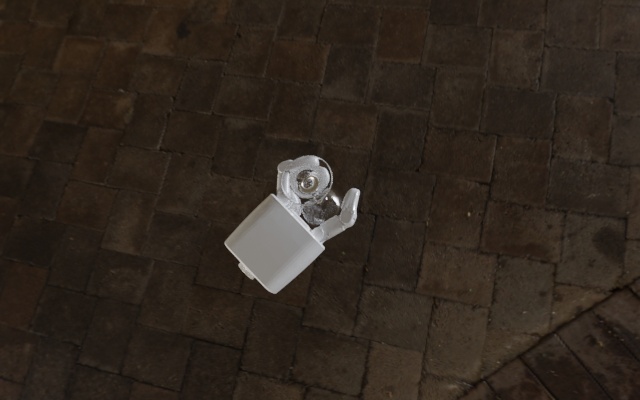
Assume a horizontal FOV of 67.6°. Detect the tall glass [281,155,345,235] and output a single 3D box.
[{"bbox_3d":[0.000,0.002,0.755,0.079,0.079,0.201,0,-18,12],"label":"tall glass"}]
